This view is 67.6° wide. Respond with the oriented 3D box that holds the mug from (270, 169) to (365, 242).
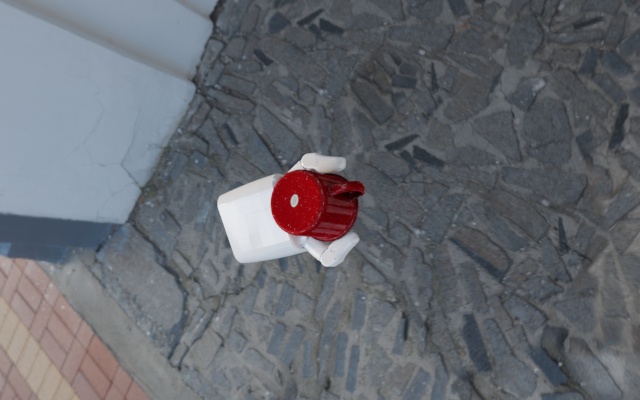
[{"bbox_3d":[0.001,0.002,0.602,0.117,0.093,0.081,-19,-15,27],"label":"mug"}]
